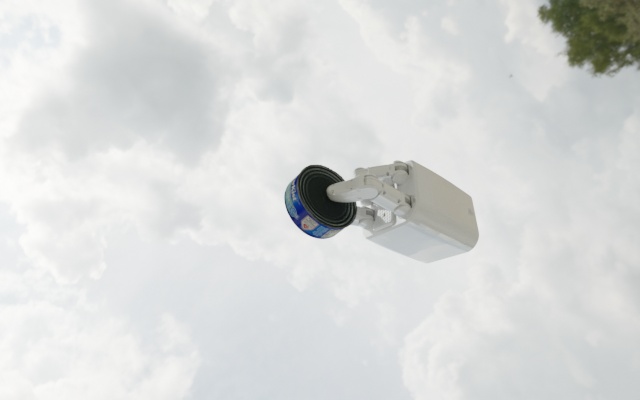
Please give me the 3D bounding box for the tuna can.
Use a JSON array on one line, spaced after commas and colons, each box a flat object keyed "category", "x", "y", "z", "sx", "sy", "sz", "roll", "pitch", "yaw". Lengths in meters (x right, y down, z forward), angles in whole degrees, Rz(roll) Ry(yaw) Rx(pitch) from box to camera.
[{"category": "tuna can", "x": 0.000, "y": 0.002, "z": 0.568, "sx": 0.086, "sy": 0.086, "sz": 0.034, "roll": 0, "pitch": -29, "yaw": -41}]
